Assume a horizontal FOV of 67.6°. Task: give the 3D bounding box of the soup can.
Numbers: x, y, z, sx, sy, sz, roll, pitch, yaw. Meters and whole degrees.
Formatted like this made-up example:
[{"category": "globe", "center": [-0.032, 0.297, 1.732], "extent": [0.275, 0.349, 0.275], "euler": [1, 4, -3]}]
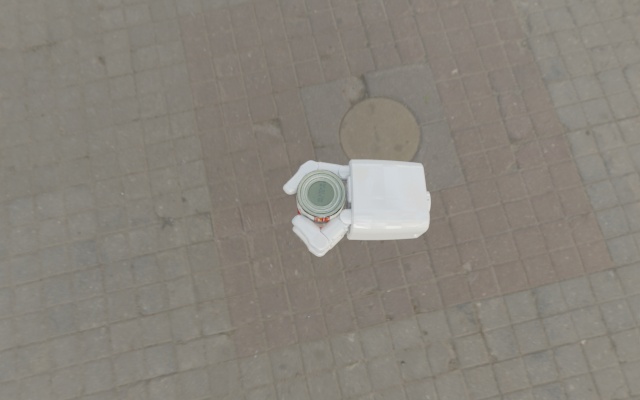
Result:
[{"category": "soup can", "center": [0.000, 0.002, 0.676], "extent": [0.068, 0.068, 0.102], "euler": [0, -14, -1]}]
